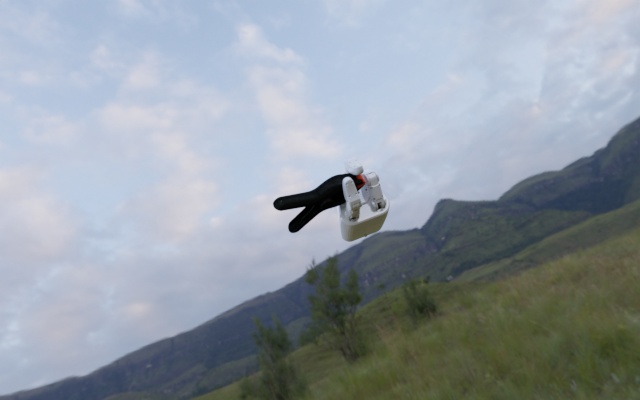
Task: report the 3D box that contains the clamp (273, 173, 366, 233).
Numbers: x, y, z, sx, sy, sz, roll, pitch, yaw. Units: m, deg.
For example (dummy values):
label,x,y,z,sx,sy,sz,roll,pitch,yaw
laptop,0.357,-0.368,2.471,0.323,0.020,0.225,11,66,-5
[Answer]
label,x,y,z,sx,sy,sz,roll,pitch,yaw
clamp,0.000,0.002,0.872,0.171,0.039,0.120,-21,-23,-9
